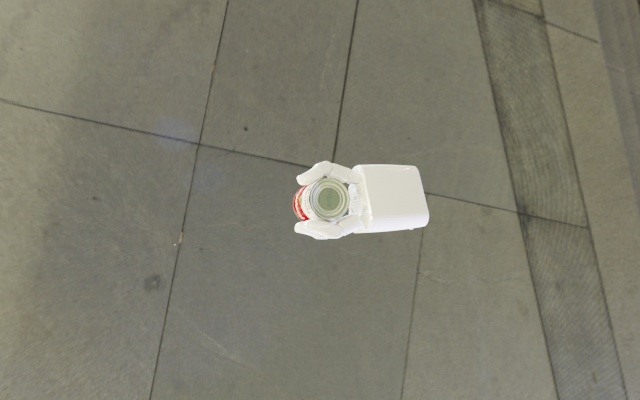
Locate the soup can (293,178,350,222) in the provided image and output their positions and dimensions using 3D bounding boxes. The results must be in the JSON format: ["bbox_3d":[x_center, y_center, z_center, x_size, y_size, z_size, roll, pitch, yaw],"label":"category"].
[{"bbox_3d":[0.000,0.002,0.775,0.068,0.068,0.102,0,-5,-17],"label":"soup can"}]
